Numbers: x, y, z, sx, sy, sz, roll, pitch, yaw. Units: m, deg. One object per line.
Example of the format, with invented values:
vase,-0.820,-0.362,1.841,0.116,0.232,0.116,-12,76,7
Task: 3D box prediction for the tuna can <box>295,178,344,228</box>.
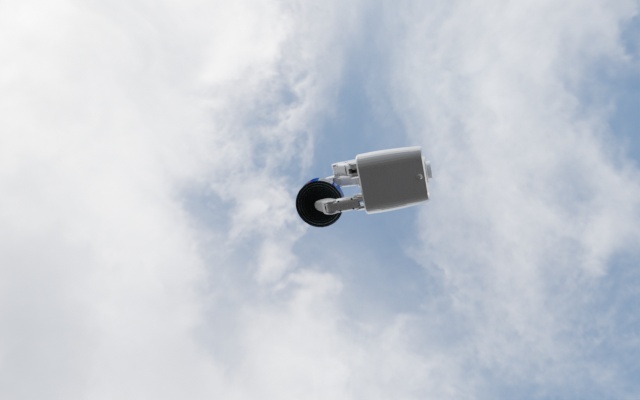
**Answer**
tuna can,0.000,0.003,0.855,0.086,0.086,0.033,0,15,8
